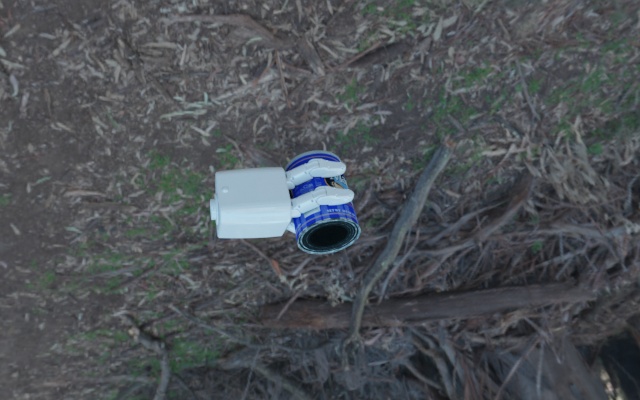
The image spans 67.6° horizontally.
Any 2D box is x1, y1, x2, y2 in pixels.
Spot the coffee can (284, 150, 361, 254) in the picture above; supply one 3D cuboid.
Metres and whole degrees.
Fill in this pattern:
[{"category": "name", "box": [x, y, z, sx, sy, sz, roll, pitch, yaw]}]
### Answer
[{"category": "coffee can", "box": [0.000, 0.002, 0.789, 0.103, 0.140, 0.103, -9, -35, -6]}]
